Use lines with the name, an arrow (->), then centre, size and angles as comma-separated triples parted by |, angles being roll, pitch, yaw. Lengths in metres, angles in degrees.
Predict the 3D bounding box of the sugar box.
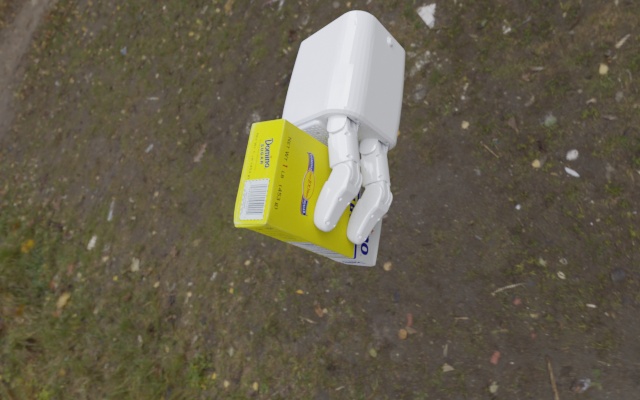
sugar box -> 0.000, 0.001, 0.456 | 0.048, 0.093, 0.176 | -1, -17, 39
